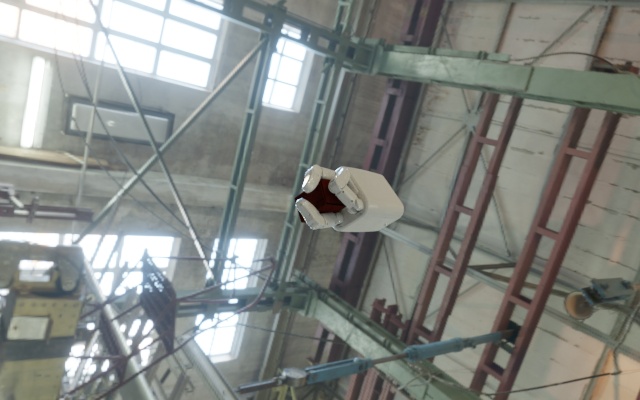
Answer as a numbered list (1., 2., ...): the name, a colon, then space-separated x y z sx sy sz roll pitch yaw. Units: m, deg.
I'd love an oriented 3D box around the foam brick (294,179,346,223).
1. foam brick: 0.000 0.003 0.863 0.051 0.053 0.078 6 -30 -41
